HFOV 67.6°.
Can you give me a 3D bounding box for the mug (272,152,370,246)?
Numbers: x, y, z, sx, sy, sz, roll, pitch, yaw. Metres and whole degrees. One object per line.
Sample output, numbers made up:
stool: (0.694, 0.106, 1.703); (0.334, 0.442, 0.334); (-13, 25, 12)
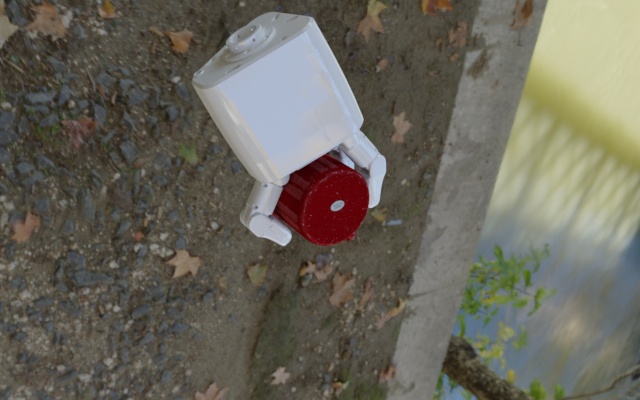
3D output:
mug: (0.001, 0.003, 0.489); (0.093, 0.117, 0.081); (-42, 39, -11)
